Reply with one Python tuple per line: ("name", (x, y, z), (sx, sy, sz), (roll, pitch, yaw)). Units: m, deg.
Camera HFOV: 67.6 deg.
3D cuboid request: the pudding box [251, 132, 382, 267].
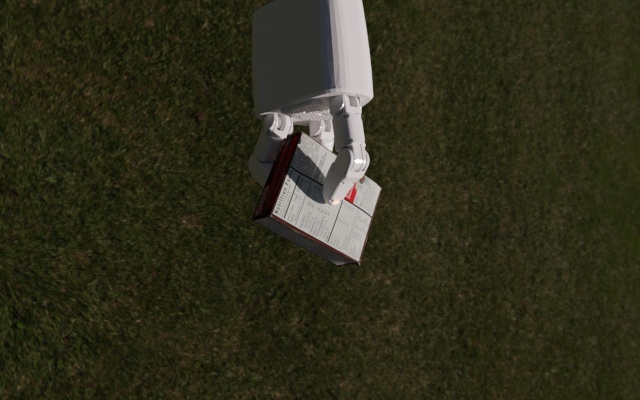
("pudding box", (0.000, 0.001, 0.460), (0.113, 0.090, 0.039), (31, -24, -27))
